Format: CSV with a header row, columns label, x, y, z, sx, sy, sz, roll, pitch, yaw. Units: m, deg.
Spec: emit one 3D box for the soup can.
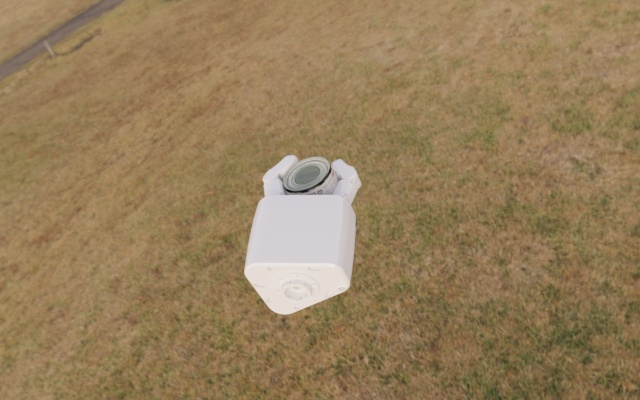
label,x,y,z,sx,sy,sz,roll,pitch,yaw
soup can,0.000,0.001,0.626,0.068,0.102,0.068,-17,38,14
